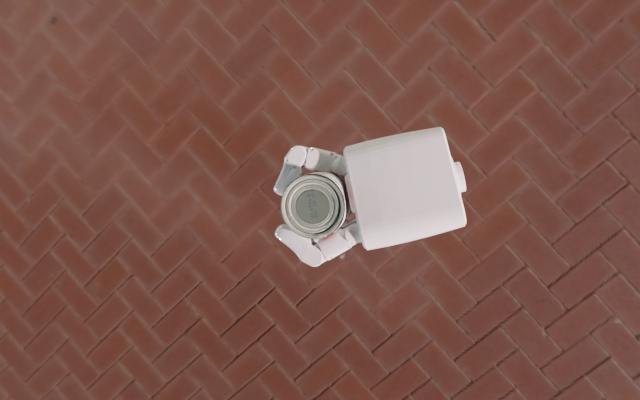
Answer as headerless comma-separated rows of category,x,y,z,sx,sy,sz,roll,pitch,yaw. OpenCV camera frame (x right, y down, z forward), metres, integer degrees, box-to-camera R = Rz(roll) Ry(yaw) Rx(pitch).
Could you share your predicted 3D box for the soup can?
soup can,0.000,0.002,0.524,0.068,0.068,0.102,0,6,9
